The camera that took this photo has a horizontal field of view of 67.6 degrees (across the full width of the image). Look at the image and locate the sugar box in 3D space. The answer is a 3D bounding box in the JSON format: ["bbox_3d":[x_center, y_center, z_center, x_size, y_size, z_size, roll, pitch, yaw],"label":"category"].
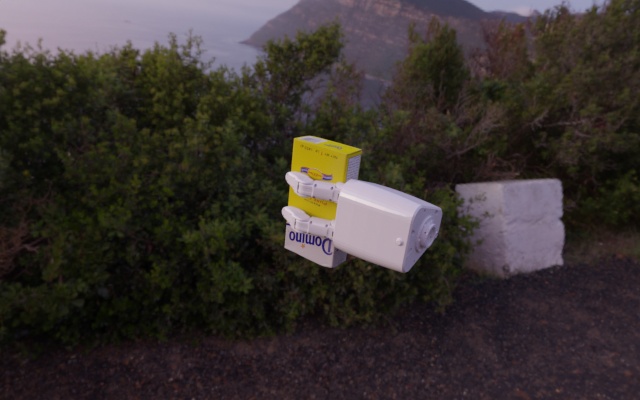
[{"bbox_3d":[0.000,0.002,0.689,0.093,0.176,0.048,20,24,31],"label":"sugar box"}]
